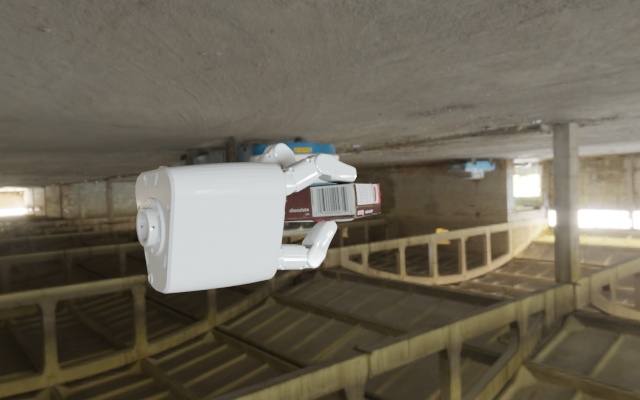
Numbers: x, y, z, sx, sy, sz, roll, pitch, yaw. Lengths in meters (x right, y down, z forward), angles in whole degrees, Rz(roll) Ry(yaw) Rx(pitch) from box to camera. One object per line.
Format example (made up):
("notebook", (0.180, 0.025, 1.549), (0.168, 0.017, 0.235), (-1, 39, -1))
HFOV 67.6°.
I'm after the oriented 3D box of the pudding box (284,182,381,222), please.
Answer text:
("pudding box", (0.000, 0.002, 0.521), (0.113, 0.039, 0.090), (-2, 2, 23))
